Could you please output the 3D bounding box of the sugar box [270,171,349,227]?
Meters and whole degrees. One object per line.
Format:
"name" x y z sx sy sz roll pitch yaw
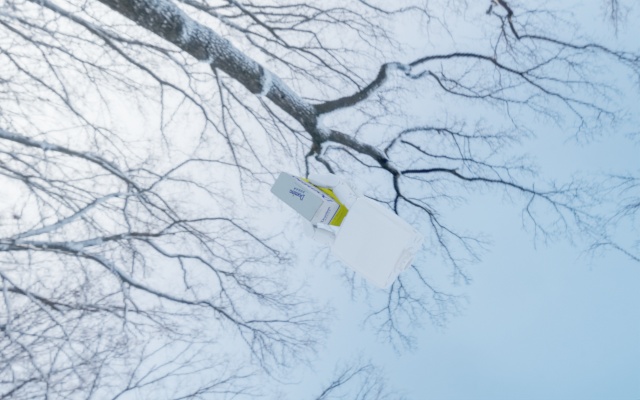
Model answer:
"sugar box" 0.001 0.002 0.812 0.093 0.048 0.176 36 7 25
